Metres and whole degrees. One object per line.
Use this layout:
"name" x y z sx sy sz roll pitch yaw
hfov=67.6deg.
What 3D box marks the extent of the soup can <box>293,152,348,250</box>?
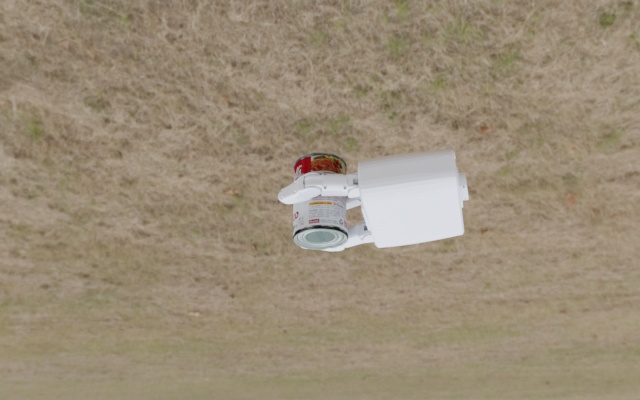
"soup can" 0.000 0.002 0.588 0.068 0.102 0.068 -1 -28 0
